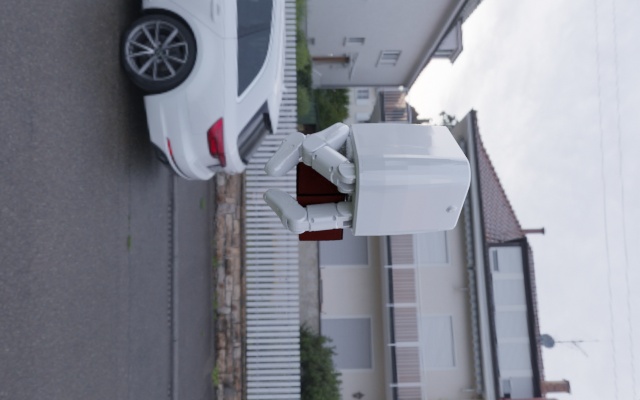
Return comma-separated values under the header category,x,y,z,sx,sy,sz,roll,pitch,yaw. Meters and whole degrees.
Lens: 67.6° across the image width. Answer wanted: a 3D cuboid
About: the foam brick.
category,x,y,z,sx,sy,sz,roll,pitch,yaw
foam brick,0.000,0.002,0.525,0.051,0.053,0.078,-1,-41,-1
